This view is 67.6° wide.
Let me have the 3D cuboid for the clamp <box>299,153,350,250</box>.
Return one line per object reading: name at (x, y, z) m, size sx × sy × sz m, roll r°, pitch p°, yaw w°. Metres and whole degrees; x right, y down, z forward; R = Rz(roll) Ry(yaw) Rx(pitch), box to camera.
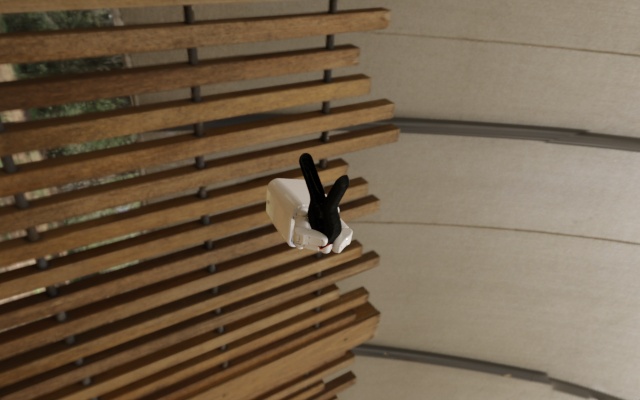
clamp at (0.001, 0.003, 0.824) m, size 0.039 × 0.172 × 0.120 m, roll -15°, pitch 41°, yaw -28°
